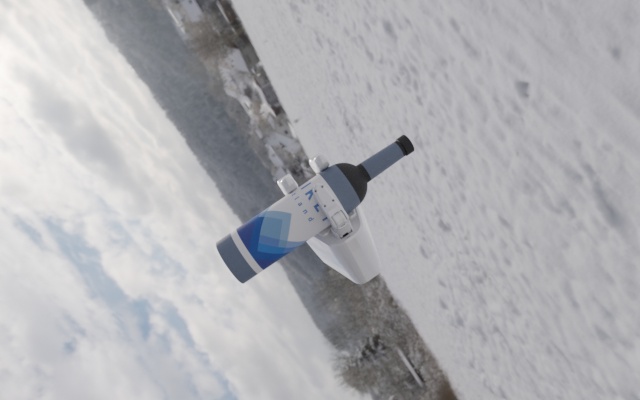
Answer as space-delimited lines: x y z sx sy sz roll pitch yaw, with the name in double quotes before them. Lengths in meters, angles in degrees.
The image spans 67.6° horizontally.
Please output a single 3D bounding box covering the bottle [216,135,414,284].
"bottle" 0.000 0.002 0.649 0.295 0.069 0.069 -34 3 -4
